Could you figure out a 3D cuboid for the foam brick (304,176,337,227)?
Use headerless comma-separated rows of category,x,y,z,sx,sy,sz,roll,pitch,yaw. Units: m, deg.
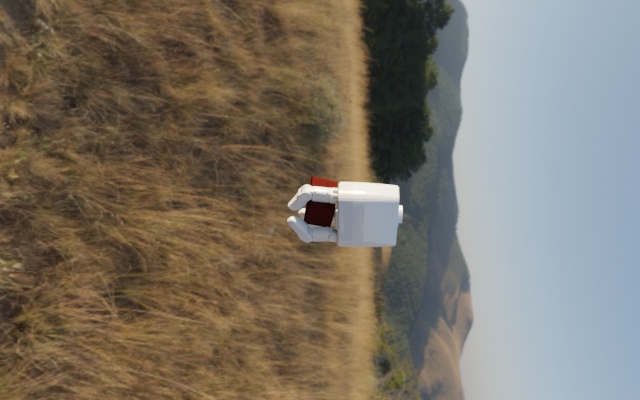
foam brick,0.000,0.003,0.880,0.051,0.053,0.078,10,44,-3
